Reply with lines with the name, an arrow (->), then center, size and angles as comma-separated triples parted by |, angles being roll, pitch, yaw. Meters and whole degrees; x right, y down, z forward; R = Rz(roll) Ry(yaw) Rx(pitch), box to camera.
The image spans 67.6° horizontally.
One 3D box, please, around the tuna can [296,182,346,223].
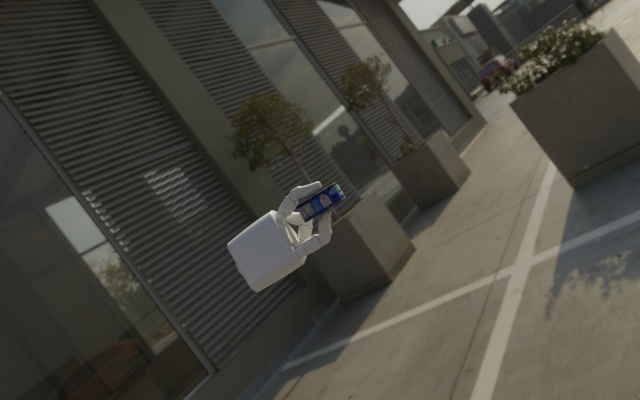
tuna can -> 0.000, 0.002, 0.840 | 0.086, 0.034, 0.086 | -32, 1, 1
